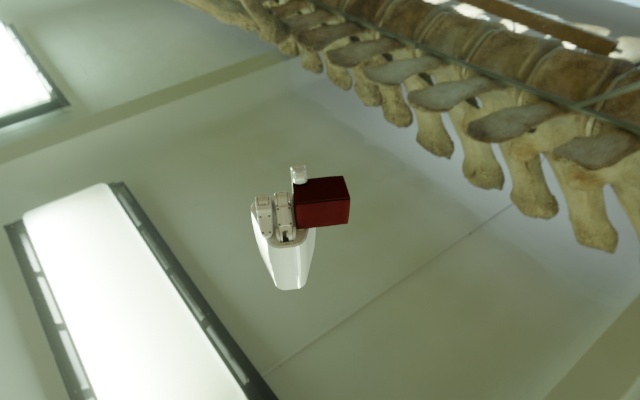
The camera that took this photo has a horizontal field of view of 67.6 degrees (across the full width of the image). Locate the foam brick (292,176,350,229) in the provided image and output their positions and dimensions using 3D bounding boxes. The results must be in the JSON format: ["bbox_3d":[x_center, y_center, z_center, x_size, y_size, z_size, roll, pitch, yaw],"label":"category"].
[{"bbox_3d":[0.000,0.002,0.690,0.078,0.051,0.053,-6,42,-5],"label":"foam brick"}]
